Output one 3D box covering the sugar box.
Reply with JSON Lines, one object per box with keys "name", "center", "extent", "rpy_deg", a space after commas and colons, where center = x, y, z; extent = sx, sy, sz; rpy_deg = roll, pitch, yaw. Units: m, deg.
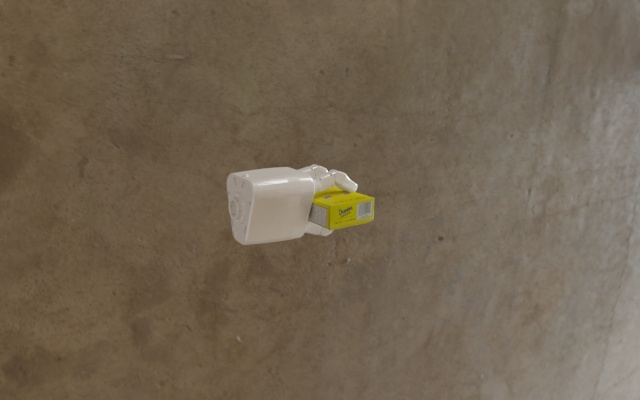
{"name": "sugar box", "center": [0.000, 0.002, 0.812], "extent": [0.093, 0.048, 0.176], "rpy_deg": [-10, 19, -35]}
